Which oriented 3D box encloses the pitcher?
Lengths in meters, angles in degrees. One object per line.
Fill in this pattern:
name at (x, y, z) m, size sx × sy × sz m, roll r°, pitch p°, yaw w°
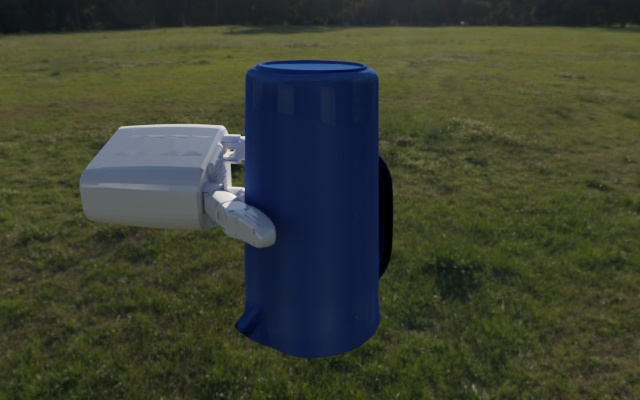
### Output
pitcher at (0.000, 0.001, 0.434) m, size 0.145 × 0.243 × 0.149 m, roll 3°, pitch 21°, yaw 4°
